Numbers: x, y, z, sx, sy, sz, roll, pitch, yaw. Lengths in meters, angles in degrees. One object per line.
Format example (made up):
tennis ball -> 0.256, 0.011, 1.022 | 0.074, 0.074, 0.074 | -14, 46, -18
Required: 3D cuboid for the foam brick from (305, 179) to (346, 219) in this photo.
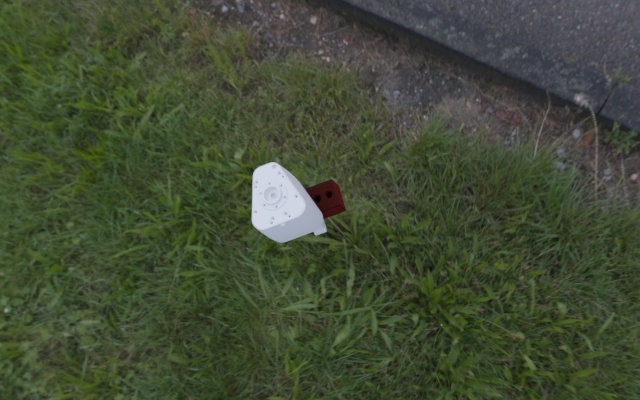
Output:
foam brick -> 0.000, 0.003, 0.875 | 0.078, 0.053, 0.051 | -21, -18, 8
